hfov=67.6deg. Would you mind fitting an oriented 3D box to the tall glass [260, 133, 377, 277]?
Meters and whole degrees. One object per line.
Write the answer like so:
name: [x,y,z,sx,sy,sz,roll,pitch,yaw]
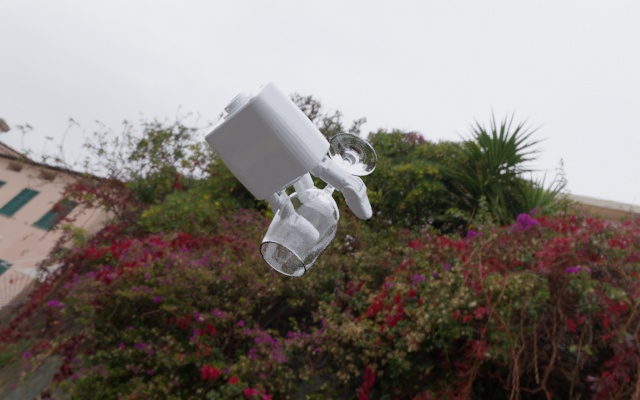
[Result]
tall glass: [0.001,0.002,0.610,0.079,0.079,0.201,0,43,37]
